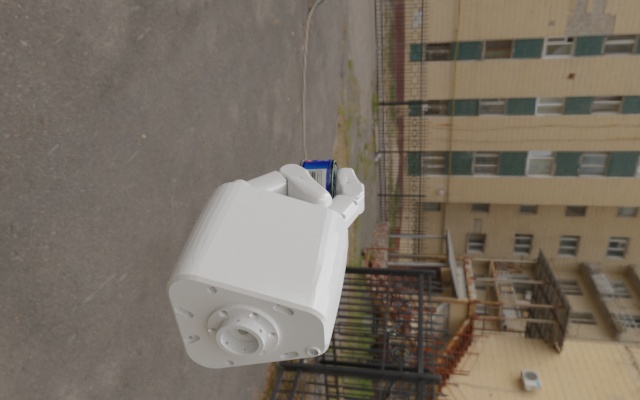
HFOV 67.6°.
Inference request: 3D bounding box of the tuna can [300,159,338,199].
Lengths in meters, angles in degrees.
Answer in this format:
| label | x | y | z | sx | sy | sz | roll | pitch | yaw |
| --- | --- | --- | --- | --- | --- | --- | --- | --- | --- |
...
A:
| label | x | y | z | sx | sy | sz | roll | pitch | yaw |
| --- | --- | --- | --- | --- | --- | --- | --- | --- | --- |
| tuna can | 0.001 | 0.002 | 0.477 | 0.034 | 0.086 | 0.086 | -2 | 0 | 7 |
